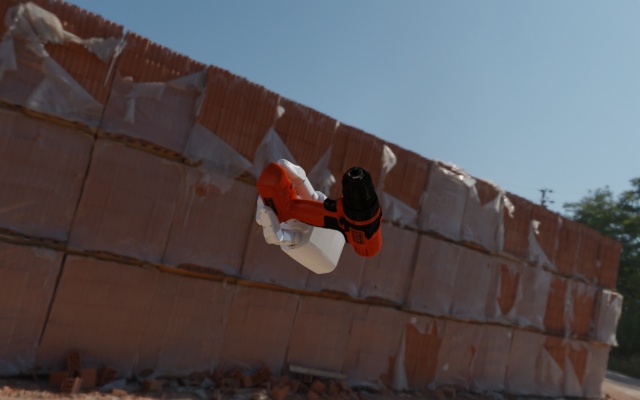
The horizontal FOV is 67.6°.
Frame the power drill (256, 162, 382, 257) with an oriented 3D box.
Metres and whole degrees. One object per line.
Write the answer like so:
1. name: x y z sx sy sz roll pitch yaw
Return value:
1. power drill: 0.000 0.002 0.706 0.187 0.057 0.185 18 -33 24
